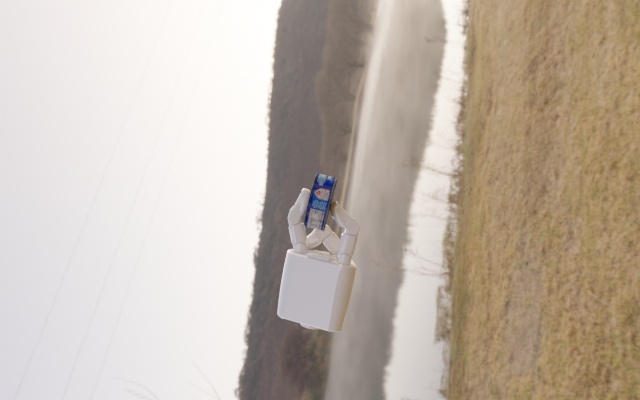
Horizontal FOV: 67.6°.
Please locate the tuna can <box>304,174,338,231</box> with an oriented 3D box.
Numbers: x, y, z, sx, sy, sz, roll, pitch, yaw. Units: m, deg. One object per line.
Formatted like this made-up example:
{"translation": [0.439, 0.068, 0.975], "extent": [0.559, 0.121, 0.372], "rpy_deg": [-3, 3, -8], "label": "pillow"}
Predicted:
{"translation": [0.000, 0.002, 0.737], "extent": [0.034, 0.086, 0.086], "rpy_deg": [14, 0, 2], "label": "tuna can"}
